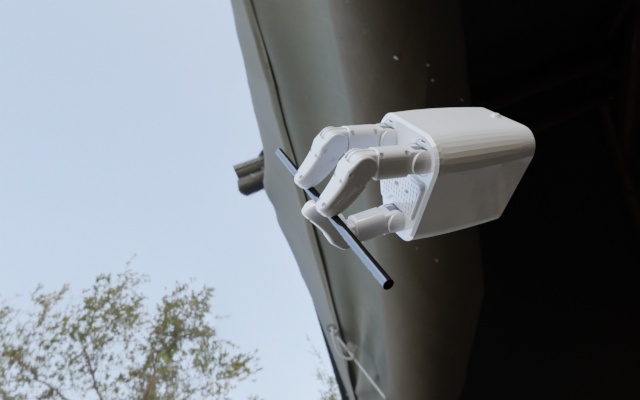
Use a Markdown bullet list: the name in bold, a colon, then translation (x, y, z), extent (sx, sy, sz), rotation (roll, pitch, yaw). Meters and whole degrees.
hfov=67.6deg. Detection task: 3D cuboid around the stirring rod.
- **stirring rod**: translation (0.000, 0.001, 0.405), extent (0.011, 0.011, 0.239), rotation (0, 26, -24)
